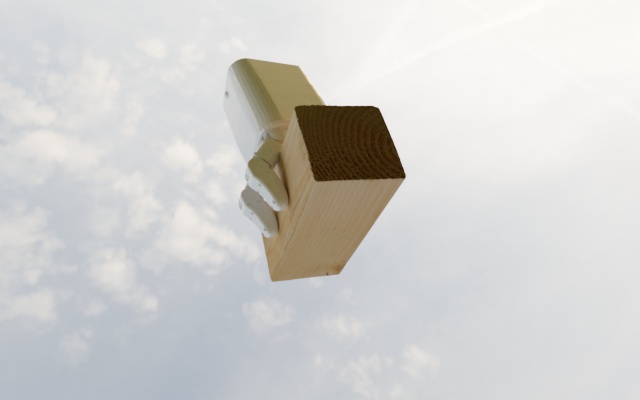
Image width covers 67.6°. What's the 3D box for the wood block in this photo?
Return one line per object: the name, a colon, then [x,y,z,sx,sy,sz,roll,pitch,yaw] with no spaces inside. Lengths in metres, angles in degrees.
wood block: [0.000,0.001,0.515,0.091,0.090,0.206,-4,-31,-20]
